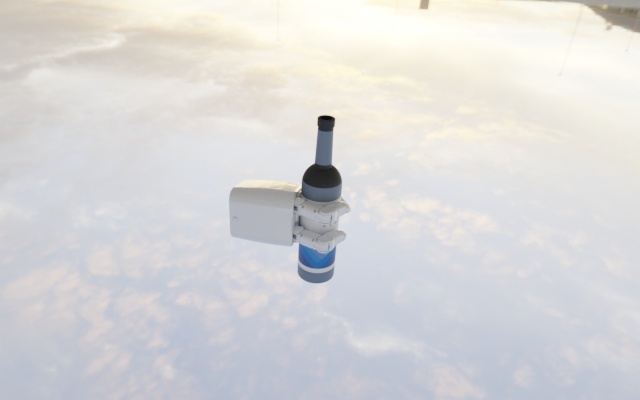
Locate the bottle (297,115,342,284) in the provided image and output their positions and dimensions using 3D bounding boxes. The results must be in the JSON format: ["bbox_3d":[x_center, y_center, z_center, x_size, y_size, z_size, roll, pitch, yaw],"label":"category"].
[{"bbox_3d":[0.000,0.003,0.794,0.069,0.296,0.069,3,30,-2],"label":"bottle"}]
